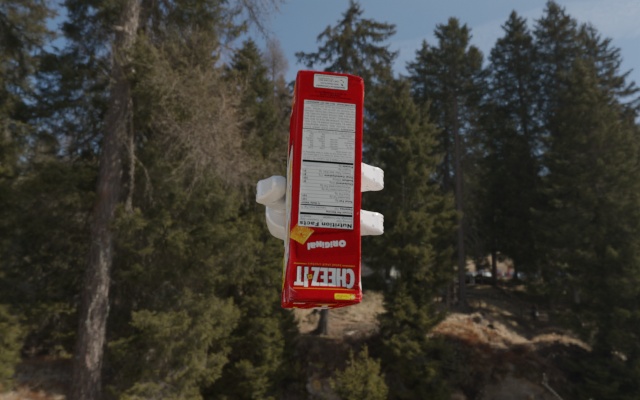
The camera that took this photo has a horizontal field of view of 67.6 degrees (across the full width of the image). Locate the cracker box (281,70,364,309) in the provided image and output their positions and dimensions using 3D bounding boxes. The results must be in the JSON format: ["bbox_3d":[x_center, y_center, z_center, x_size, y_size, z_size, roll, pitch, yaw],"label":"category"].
[{"bbox_3d":[0.000,0.001,0.495,0.072,0.213,0.164,3,-14,-5],"label":"cracker box"}]
